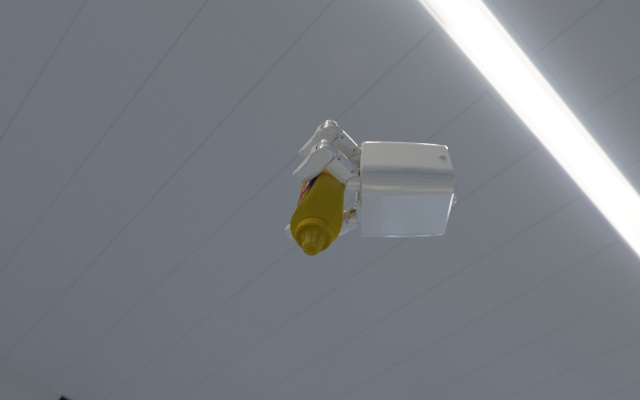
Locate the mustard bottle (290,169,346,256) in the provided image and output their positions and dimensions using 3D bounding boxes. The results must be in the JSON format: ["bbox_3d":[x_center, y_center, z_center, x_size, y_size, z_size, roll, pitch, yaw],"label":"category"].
[{"bbox_3d":[0.000,0.002,0.585,0.058,0.096,0.191,22,32,-8],"label":"mustard bottle"}]
